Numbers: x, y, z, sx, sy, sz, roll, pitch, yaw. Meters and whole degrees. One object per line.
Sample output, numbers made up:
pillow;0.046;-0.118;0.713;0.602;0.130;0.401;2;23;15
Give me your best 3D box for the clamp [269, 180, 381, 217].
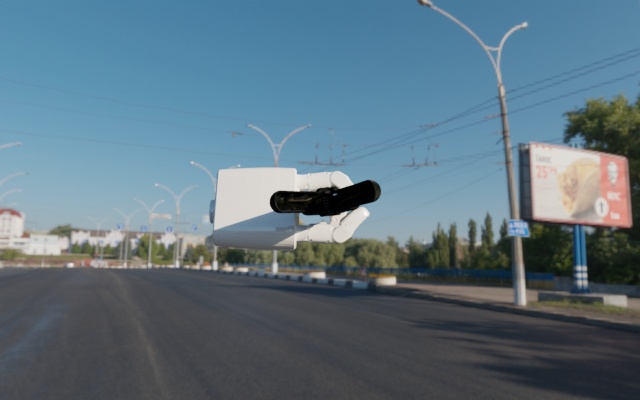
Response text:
clamp;0.000;0.001;0.581;0.120;0.039;0.171;0;-8;-4
